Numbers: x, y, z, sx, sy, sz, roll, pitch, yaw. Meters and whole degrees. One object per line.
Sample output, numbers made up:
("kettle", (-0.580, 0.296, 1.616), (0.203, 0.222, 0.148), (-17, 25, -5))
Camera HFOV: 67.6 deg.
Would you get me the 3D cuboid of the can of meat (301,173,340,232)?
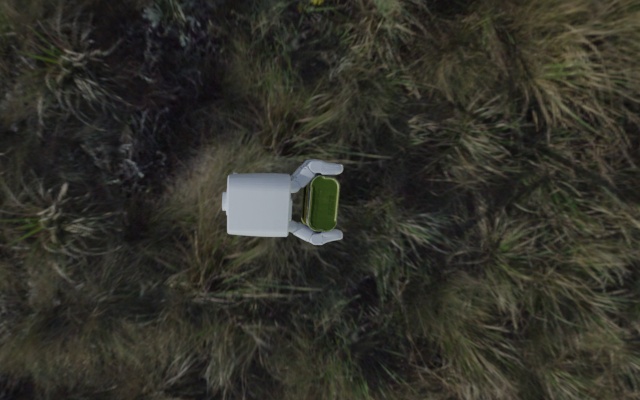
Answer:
("can of meat", (0.000, 0.003, 0.854), (0.057, 0.102, 0.084), (4, 4, -8))
